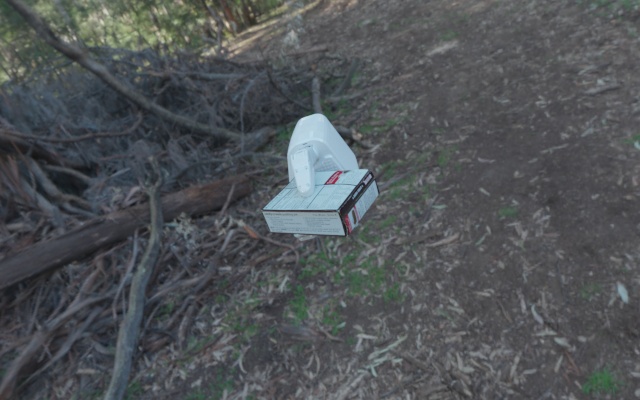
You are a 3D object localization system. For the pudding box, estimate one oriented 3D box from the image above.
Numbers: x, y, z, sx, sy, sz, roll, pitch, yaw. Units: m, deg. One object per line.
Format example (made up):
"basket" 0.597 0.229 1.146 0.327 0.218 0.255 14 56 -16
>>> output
"pudding box" 0.000 0.002 0.564 0.113 0.039 0.090 -2 33 36
